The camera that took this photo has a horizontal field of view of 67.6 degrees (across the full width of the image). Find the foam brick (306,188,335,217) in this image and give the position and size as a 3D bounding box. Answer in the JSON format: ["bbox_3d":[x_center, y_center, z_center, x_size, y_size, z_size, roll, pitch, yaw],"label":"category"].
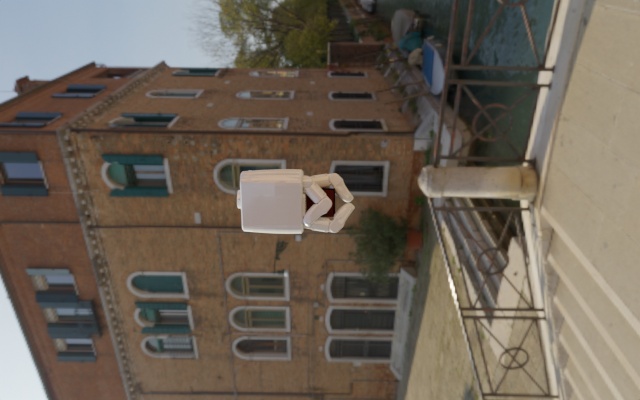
[{"bbox_3d":[0.000,0.003,0.874,0.051,0.053,0.078,0,0,0],"label":"foam brick"}]
